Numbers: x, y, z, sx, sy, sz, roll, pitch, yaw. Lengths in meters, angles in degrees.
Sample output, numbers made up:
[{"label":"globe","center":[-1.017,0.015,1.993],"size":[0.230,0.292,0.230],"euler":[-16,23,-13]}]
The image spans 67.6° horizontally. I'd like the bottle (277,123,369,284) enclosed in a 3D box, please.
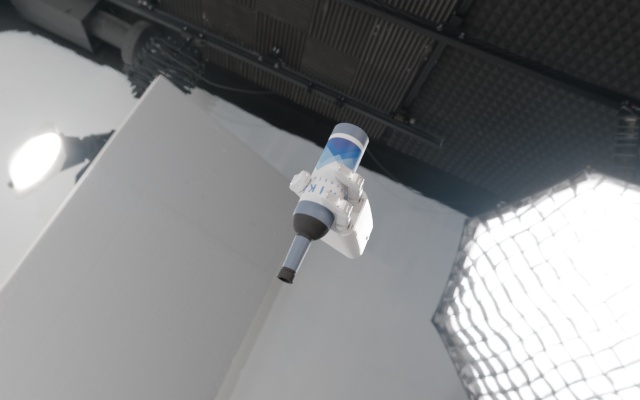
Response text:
[{"label":"bottle","center":[0.000,0.002,0.805],"size":[0.069,0.295,0.069],"euler":[20,-25,10]}]
